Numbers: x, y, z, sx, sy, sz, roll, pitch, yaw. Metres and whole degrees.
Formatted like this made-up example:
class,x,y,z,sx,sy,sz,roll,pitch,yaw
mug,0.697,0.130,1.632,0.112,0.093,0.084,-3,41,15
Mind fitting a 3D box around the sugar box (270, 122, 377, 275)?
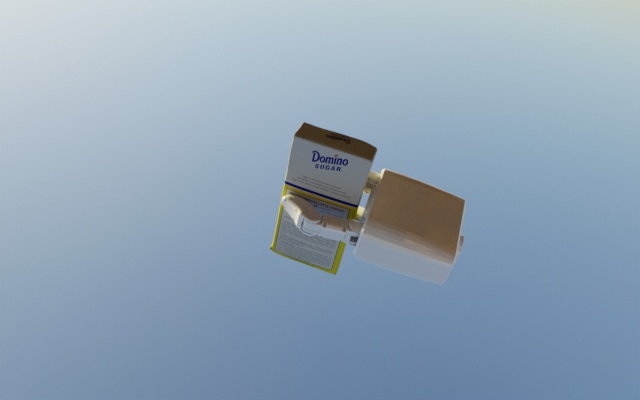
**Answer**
class,x,y,z,sx,sy,sz,roll,pitch,yaw
sugar box,0.000,0.002,0.577,0.093,0.176,0.048,19,34,5
